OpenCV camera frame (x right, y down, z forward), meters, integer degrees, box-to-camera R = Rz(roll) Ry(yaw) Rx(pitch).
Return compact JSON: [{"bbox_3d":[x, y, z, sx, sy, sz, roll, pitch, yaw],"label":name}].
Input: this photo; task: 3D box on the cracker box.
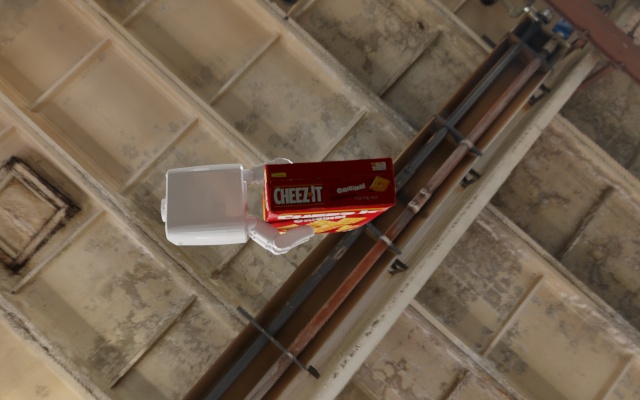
[{"bbox_3d":[0.000,0.002,0.693,0.164,0.072,0.214,-4,-10,-9],"label":"cracker box"}]
